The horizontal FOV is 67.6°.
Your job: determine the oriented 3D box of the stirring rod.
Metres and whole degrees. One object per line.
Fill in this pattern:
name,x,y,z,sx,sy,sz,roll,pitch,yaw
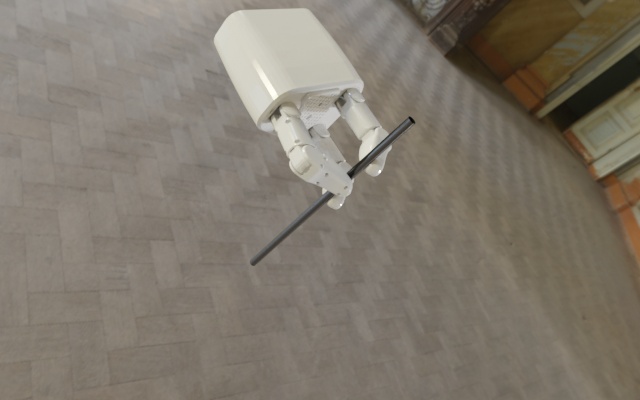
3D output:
stirring rod,0.000,0.001,0.454,0.011,0.011,0.240,0,-34,-48
